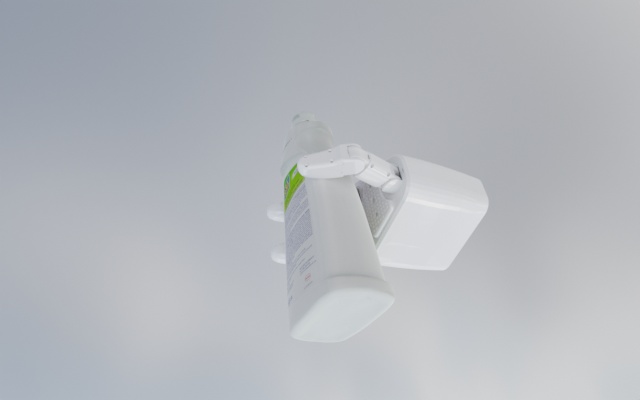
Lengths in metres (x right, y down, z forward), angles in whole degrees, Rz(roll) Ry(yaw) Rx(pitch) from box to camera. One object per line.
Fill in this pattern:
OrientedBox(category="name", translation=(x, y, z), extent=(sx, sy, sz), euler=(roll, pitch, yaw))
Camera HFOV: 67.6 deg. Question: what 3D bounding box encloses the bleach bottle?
OrientedBox(category="bleach bottle", translation=(0.000, 0.002, 0.469), extent=(0.068, 0.250, 0.103), euler=(12, -42, -25))
